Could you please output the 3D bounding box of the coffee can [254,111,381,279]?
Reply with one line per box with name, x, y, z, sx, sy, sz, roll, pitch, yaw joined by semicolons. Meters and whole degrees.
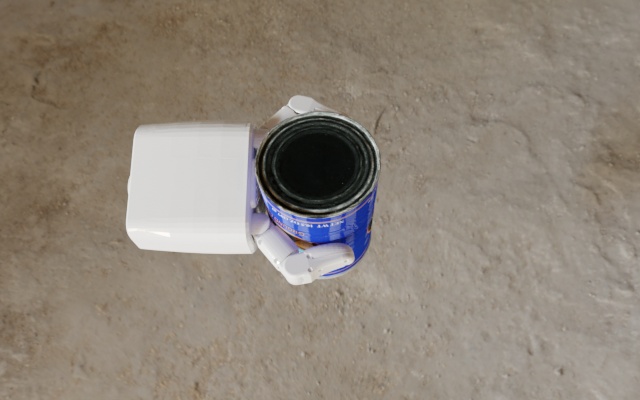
coffee can;0.000;0.002;0.445;0.103;0.102;0.140;0;-29;2
